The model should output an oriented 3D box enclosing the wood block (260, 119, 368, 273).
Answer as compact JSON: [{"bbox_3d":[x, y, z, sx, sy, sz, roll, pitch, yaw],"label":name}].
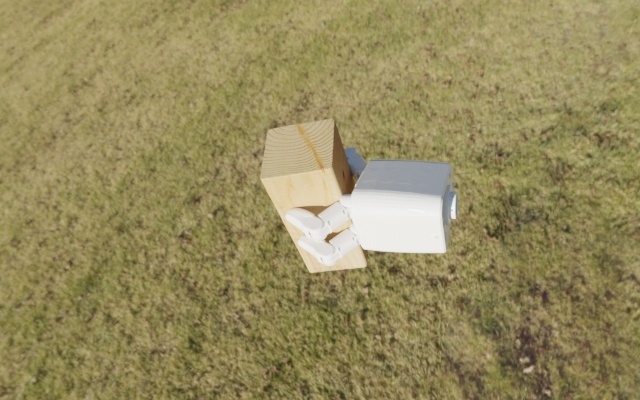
[{"bbox_3d":[0.000,0.002,0.647,0.090,0.090,0.206,-8,-42,13],"label":"wood block"}]
